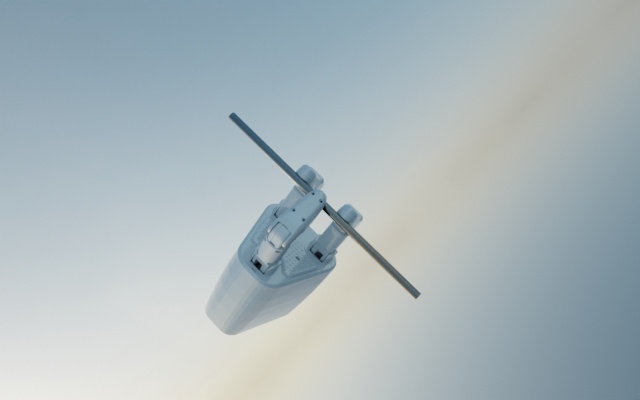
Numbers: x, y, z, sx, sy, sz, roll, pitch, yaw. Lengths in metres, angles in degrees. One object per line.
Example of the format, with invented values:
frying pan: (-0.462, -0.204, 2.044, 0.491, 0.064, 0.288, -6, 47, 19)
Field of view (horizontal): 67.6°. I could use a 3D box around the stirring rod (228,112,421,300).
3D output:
stirring rod: (0.000, 0.002, 0.437, 0.239, 0.011, 0.011, 44, 9, 9)
